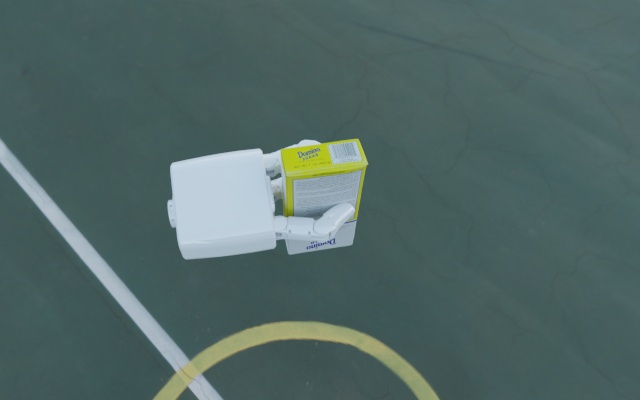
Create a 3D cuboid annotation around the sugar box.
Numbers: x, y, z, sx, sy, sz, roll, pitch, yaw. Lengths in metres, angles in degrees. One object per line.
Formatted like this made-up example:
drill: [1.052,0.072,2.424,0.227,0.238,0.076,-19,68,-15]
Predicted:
sugar box: [0.000,0.001,0.593,0.093,0.048,0.176,-8,-32,-9]
